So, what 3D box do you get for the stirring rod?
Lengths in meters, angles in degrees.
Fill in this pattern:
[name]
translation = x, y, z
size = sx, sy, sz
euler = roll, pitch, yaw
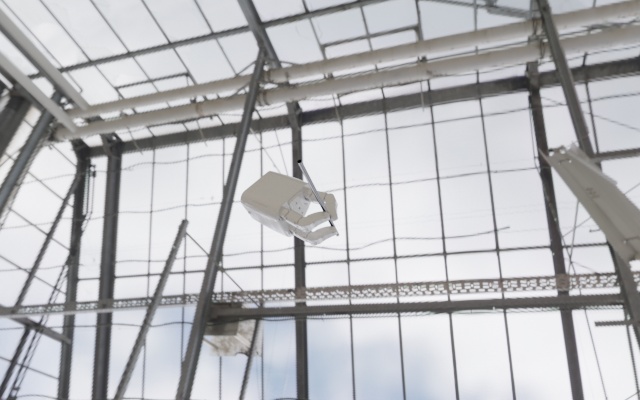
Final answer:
[stirring rod]
translation = 0.000, 0.003, 0.881
size = 0.011, 0.011, 0.240
euler = 0, -34, 20
